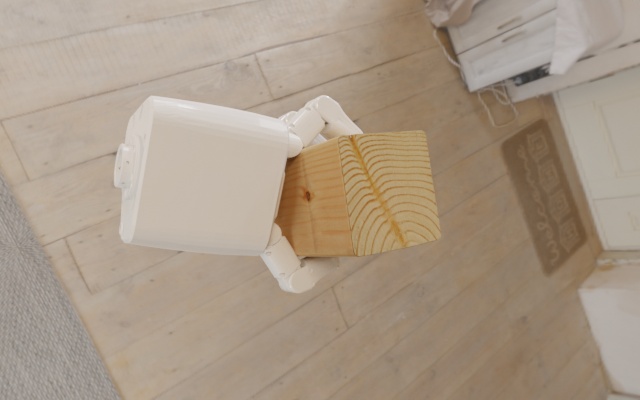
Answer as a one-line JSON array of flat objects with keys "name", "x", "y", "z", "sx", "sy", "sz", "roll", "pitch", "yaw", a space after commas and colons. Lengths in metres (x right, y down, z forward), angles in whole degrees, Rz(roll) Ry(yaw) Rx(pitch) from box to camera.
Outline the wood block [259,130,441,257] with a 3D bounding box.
[{"name": "wood block", "x": 0.000, "y": 0.002, "z": 0.447, "sx": 0.090, "sy": 0.091, "sz": 0.206, "roll": -8, "pitch": 0, "yaw": -33}]
